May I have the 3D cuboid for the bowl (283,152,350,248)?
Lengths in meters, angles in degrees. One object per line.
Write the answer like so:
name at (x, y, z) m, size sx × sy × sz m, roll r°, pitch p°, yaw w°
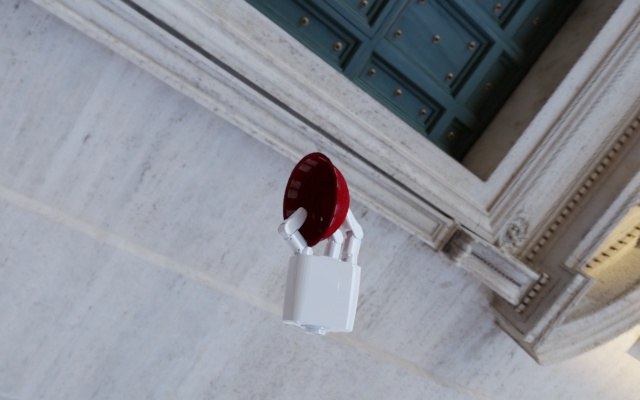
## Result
bowl at (0.001, 0.001, 0.803) m, size 0.055 × 0.162 × 0.162 m, roll 9°, pitch -5°, yaw -34°
